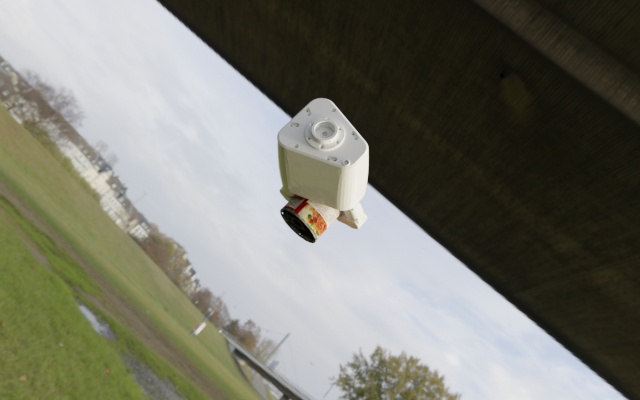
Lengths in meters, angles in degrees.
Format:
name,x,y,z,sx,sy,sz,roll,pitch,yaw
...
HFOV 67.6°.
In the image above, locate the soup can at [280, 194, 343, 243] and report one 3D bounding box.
name,x,y,z,sx,sy,sz,roll,pitch,yaw
soup can,0.000,0.002,0.692,0.102,0.068,0.068,-46,20,-20
